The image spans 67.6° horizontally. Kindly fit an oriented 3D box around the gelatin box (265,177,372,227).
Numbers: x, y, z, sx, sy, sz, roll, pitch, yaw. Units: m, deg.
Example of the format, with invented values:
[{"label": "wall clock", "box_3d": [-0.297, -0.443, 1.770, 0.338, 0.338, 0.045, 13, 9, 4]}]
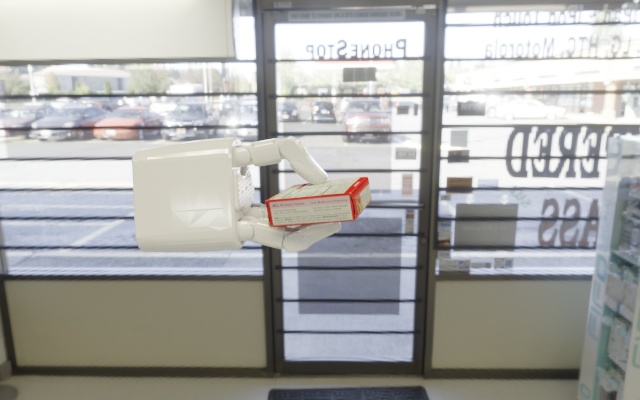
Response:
[{"label": "gelatin box", "box_3d": [0.000, 0.001, 0.477, 0.089, 0.030, 0.073, -6, 12, 19]}]
